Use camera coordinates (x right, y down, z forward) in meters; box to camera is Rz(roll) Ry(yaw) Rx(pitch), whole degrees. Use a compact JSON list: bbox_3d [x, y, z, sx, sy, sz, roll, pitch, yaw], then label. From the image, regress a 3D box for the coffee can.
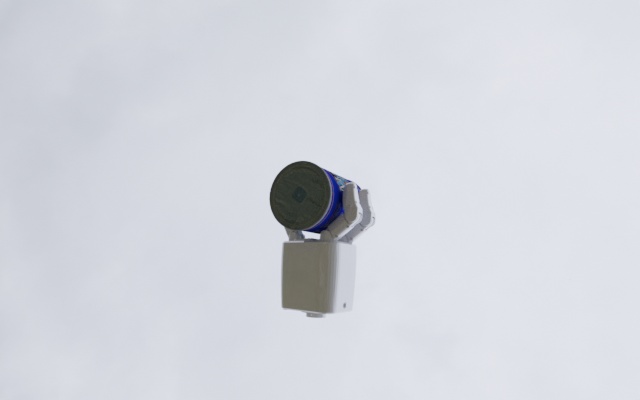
[{"bbox_3d":[0.000,0.002,0.751,0.103,0.103,0.140,0,-8,28],"label":"coffee can"}]
